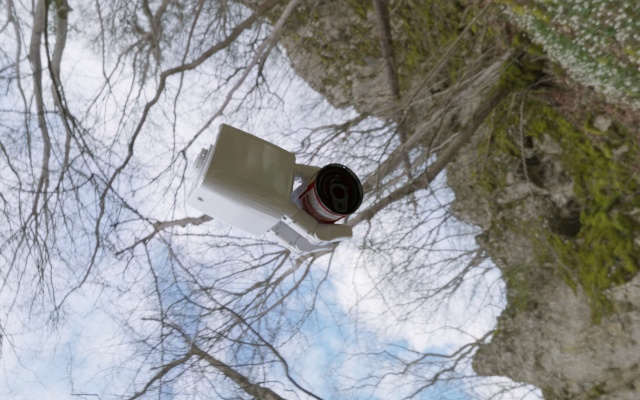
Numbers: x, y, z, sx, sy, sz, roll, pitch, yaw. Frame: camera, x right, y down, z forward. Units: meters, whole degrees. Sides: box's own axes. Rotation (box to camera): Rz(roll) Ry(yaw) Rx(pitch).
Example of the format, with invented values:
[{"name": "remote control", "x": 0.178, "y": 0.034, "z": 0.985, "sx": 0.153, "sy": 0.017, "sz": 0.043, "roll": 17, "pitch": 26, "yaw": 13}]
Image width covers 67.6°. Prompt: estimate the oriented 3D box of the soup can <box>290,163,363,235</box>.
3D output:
[{"name": "soup can", "x": 0.000, "y": 0.002, "z": 0.622, "sx": 0.068, "sy": 0.068, "sz": 0.102, "roll": 0, "pitch": -19, "yaw": -30}]
